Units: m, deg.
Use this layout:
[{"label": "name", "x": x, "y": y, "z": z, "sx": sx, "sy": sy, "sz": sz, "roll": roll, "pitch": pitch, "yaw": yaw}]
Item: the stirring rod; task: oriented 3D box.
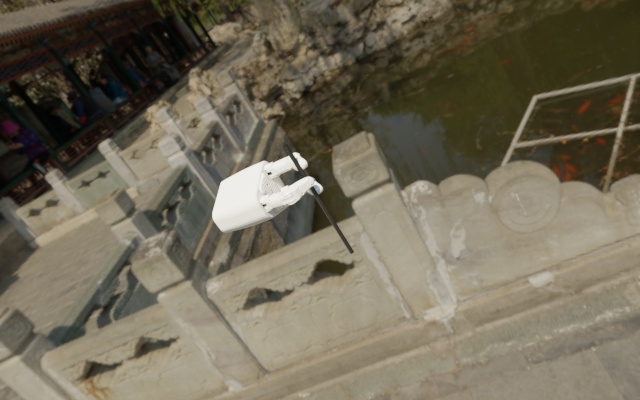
[{"label": "stirring rod", "x": 0.000, "y": 0.003, "z": 0.838, "sx": 0.011, "sy": 0.240, "sz": 0.011, "roll": -26, "pitch": 24, "yaw": 13}]
